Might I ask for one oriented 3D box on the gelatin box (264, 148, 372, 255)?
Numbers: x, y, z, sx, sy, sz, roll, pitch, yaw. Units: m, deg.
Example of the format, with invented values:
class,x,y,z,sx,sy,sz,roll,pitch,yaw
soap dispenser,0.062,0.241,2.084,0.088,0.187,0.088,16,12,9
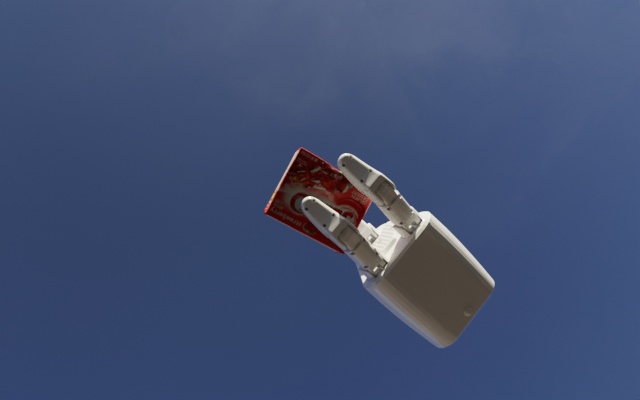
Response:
class,x,y,z,sx,sy,sz,roll,pitch,yaw
gelatin box,0.000,0.001,0.471,0.089,0.073,0.030,29,-6,-8
